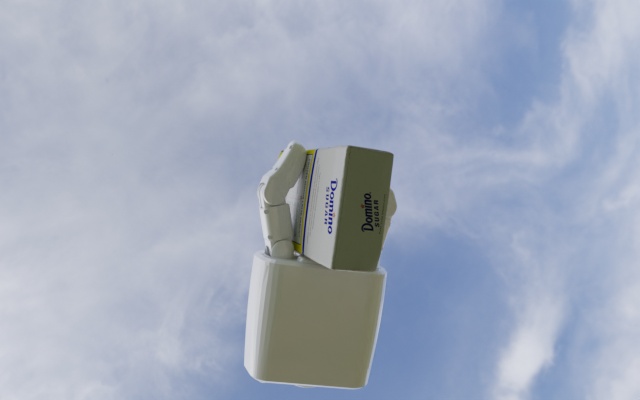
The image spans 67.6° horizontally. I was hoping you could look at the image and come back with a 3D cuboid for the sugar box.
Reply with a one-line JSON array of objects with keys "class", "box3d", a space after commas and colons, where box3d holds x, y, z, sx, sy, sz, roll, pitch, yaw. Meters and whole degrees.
[{"class": "sugar box", "box3d": [0.001, 0.002, 0.426, 0.048, 0.093, 0.176, 7, 2, -24]}]
